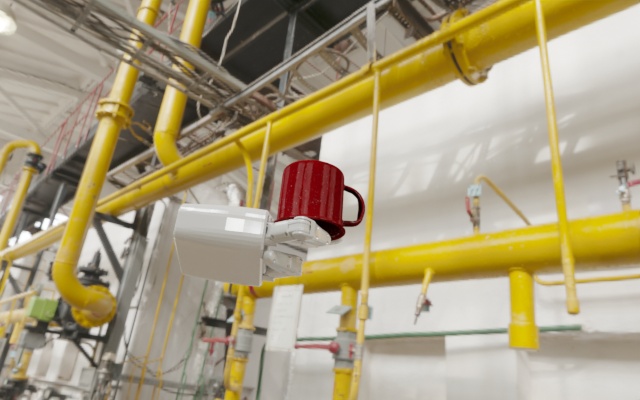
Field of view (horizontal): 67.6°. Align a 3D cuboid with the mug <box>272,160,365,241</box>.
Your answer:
[{"bbox_3d":[0.002,0.002,0.612,0.117,0.081,0.093,7,-23,-5],"label":"mug"}]
